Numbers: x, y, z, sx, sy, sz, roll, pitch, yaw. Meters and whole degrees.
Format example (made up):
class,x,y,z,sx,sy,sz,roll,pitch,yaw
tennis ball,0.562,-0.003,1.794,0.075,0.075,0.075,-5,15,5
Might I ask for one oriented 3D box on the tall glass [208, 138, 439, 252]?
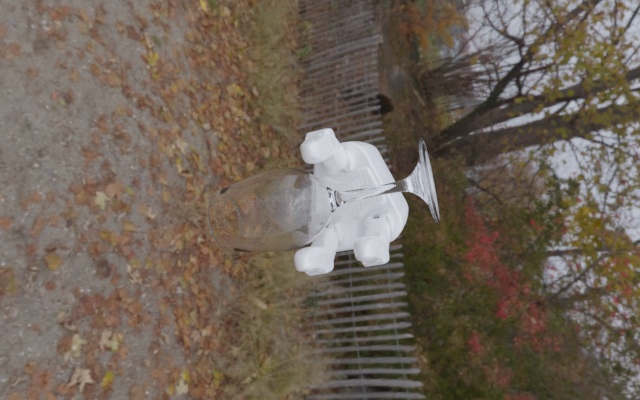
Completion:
class,x,y,z,sx,sy,sz,roll,pitch,yaw
tall glass,0.001,0.001,0.434,0.201,0.079,0.079,-11,-3,17
